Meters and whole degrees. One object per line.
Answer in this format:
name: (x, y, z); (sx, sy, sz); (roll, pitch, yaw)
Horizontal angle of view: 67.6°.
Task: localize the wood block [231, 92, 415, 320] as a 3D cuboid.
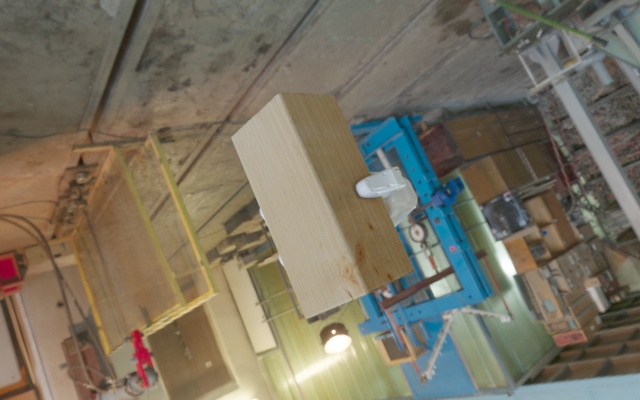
wood block: (0.001, 0.002, 0.495); (0.091, 0.206, 0.090); (-32, -13, 39)
